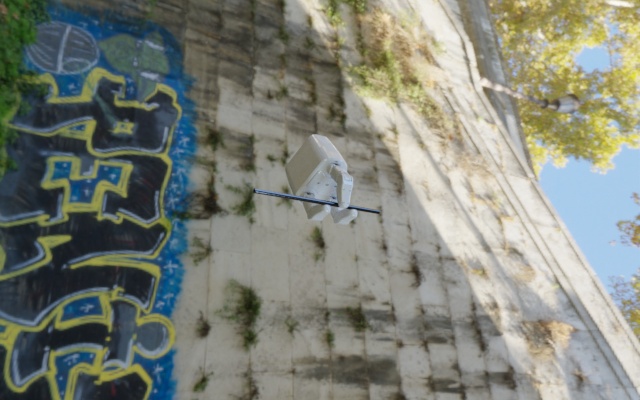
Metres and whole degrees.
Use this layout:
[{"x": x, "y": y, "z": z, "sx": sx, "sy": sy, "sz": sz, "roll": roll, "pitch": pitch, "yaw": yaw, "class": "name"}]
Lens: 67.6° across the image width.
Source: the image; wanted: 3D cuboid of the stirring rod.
[{"x": 0.000, "y": 0.003, "z": 0.817, "sx": 0.239, "sy": 0.011, "sz": 0.011, "roll": 10, "pitch": -4, "yaw": -26, "class": "stirring rod"}]
